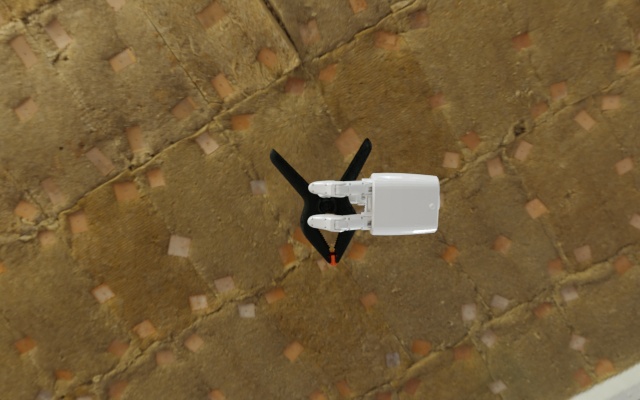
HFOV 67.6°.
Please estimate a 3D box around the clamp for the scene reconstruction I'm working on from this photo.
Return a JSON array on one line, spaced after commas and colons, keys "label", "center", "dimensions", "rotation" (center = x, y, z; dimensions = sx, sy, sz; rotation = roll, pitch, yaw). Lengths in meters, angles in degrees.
[{"label": "clamp", "center": [0.000, 0.003, 0.785], "dimensions": [0.164, 0.210, 0.036], "rotation": [1, 10, 2]}]
